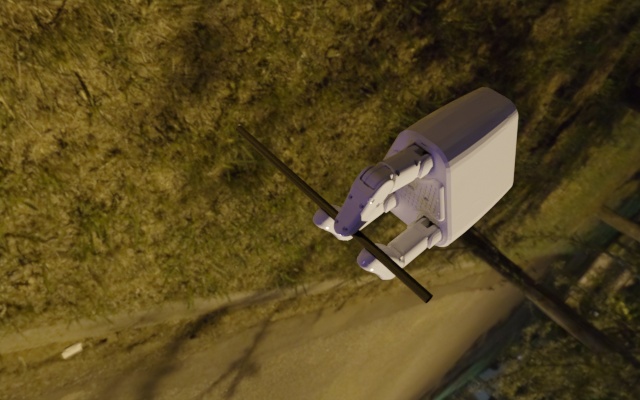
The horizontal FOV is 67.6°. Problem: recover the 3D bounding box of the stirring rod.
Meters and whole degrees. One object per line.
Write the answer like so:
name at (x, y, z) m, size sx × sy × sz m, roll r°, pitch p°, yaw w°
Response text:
stirring rod at (0.000, 0.001, 0.403) m, size 0.239 × 0.011 × 0.011 m, roll 42°, pitch 23°, yaw 29°
